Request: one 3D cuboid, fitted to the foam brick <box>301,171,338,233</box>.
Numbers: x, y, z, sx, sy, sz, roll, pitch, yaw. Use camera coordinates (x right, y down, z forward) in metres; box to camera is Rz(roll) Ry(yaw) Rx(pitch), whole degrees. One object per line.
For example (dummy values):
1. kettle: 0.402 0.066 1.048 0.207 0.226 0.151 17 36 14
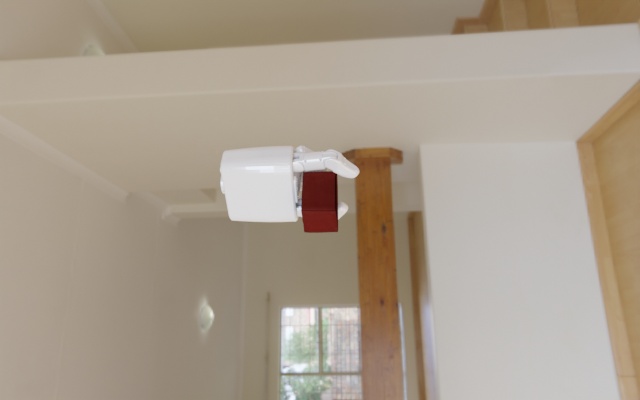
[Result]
1. foam brick: 0.000 0.002 0.701 0.051 0.078 0.053 -1 -41 3
